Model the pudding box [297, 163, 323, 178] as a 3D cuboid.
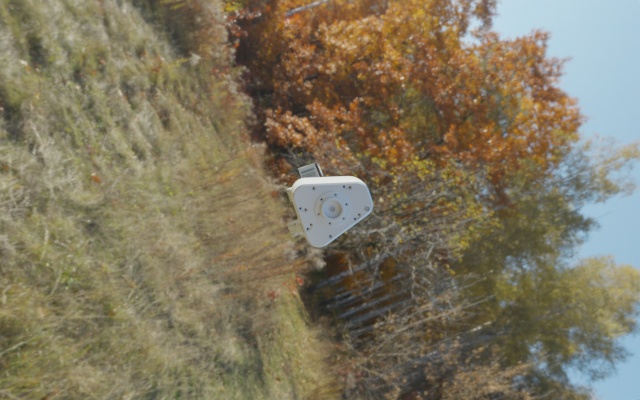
[{"bbox_3d":[0.000,0.003,0.833,0.039,0.113,0.090,-19,-23,0],"label":"pudding box"}]
